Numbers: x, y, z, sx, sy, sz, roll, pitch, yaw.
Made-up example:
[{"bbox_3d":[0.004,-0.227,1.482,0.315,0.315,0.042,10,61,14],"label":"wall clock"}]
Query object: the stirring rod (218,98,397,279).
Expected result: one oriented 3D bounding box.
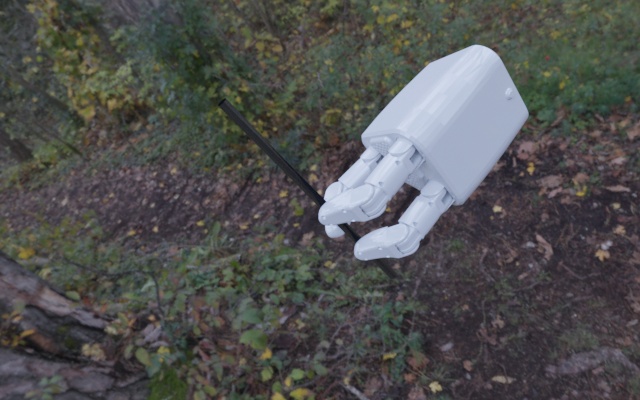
[{"bbox_3d":[0.000,0.001,0.412,0.011,0.011,0.240,0,-38,49],"label":"stirring rod"}]
